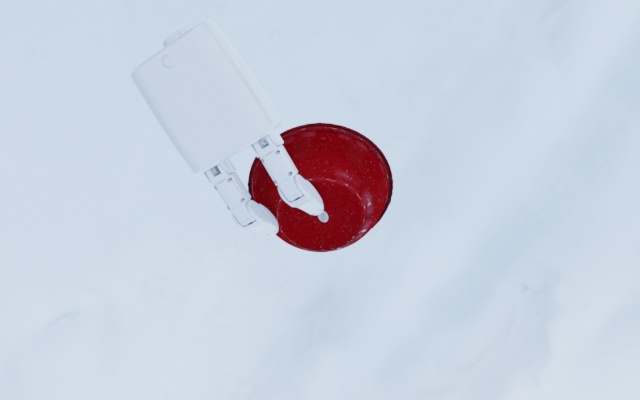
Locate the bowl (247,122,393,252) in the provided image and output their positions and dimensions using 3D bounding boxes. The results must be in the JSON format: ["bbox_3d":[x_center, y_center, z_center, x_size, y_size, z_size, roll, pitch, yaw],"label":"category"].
[{"bbox_3d":[0.001,0.003,0.511,0.162,0.162,0.055,0,34,0],"label":"bowl"}]
